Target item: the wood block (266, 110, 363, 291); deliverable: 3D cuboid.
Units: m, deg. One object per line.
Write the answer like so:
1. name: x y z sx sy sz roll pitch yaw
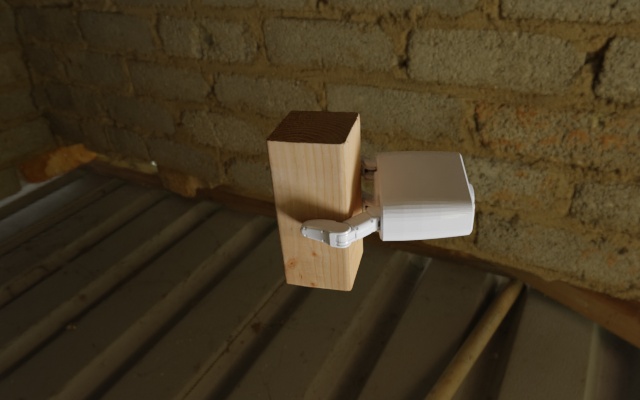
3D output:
1. wood block: 0.000 0.002 0.595 0.090 0.206 0.090 5 33 15
